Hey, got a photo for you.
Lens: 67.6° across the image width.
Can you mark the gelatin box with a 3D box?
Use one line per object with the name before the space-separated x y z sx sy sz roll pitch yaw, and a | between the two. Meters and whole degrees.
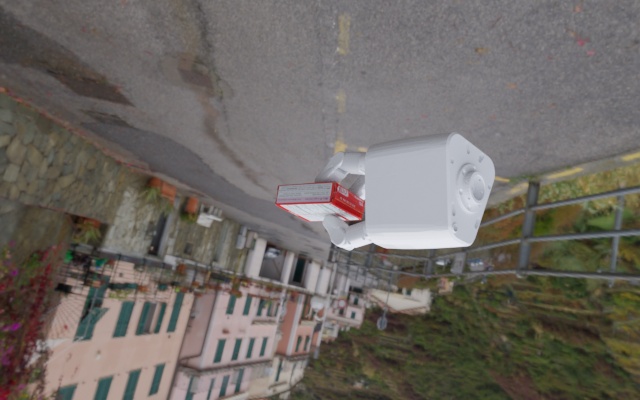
gelatin box | 0.000 0.002 0.602 0.089 0.030 0.073 -3 -20 35
